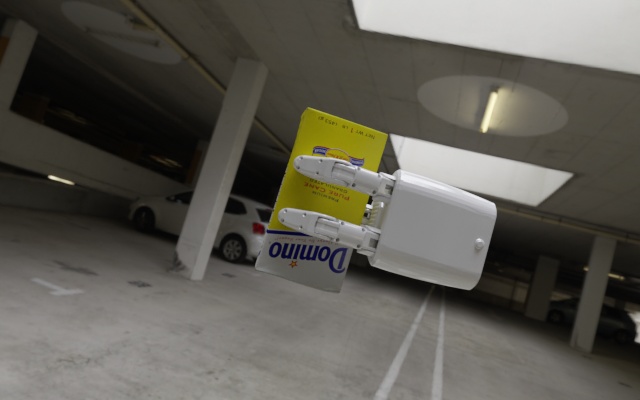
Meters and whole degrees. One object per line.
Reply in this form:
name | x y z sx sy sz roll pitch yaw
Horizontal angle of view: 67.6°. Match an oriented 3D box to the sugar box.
sugar box | 0.000 0.002 0.505 0.093 0.176 0.048 17 -6 -7
